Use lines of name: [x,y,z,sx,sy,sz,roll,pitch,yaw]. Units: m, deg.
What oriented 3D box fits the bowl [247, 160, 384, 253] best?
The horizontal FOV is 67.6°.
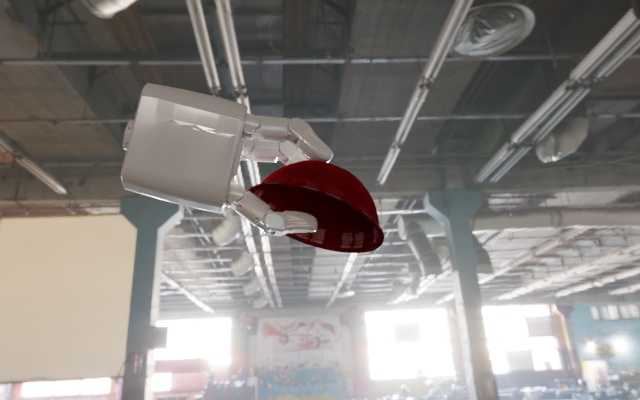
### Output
bowl: [0.001,0.002,0.544,0.162,0.055,0.162,16,-24,8]
